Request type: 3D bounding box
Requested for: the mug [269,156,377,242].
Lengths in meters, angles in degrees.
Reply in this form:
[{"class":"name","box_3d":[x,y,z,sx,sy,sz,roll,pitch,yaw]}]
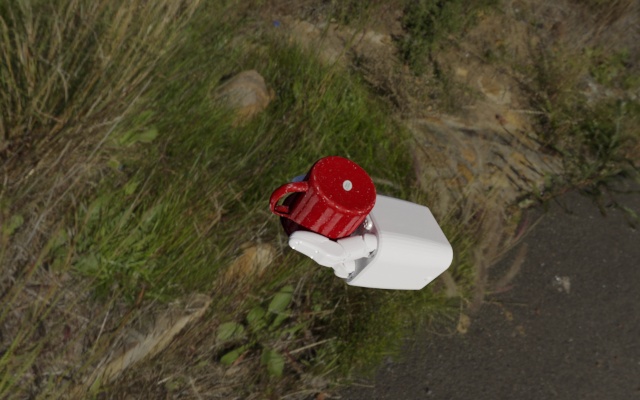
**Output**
[{"class":"mug","box_3d":[-0.001,0.001,0.539,0.117,0.093,0.081,9,-39,-24]}]
